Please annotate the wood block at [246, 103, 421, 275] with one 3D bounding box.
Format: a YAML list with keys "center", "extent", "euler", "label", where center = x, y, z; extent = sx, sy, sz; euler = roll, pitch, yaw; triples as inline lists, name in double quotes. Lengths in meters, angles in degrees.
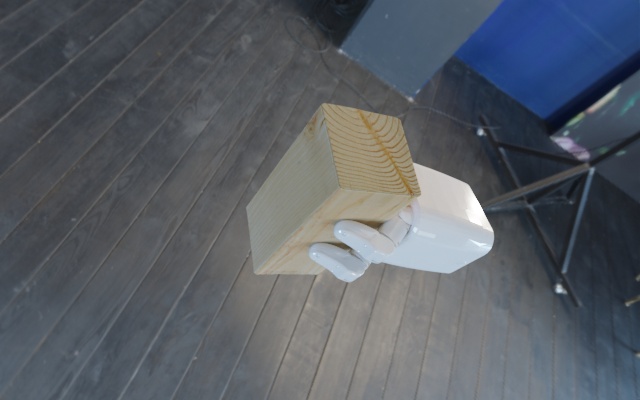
- center: [0.000, 0.001, 0.507]
  extent: [0.090, 0.090, 0.206]
  euler: [5, -30, -28]
  label: "wood block"
